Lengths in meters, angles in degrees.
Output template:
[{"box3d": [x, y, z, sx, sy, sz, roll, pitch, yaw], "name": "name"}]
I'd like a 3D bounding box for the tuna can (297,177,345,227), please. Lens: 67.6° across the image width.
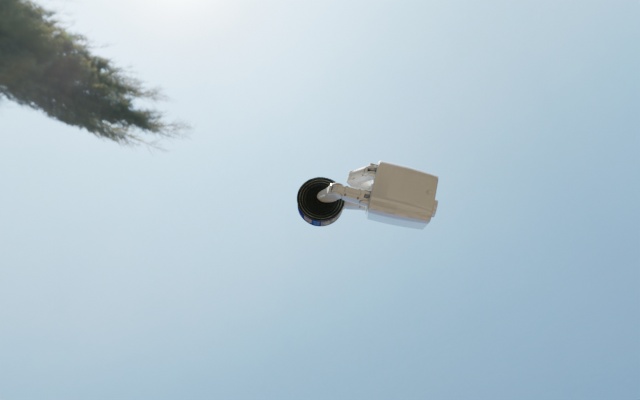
[{"box3d": [0.000, 0.003, 0.858, 0.086, 0.086, 0.034, 0, -24, -2], "name": "tuna can"}]
